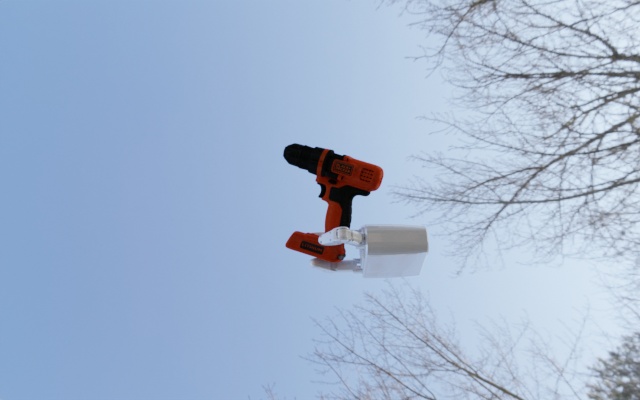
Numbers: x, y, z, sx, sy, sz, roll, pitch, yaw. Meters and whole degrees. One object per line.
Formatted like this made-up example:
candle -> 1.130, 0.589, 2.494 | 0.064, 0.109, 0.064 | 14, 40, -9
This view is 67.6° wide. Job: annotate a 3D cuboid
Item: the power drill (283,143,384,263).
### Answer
power drill -> 0.000, 0.003, 0.838 | 0.184, 0.187, 0.057 | 17, 3, 15
